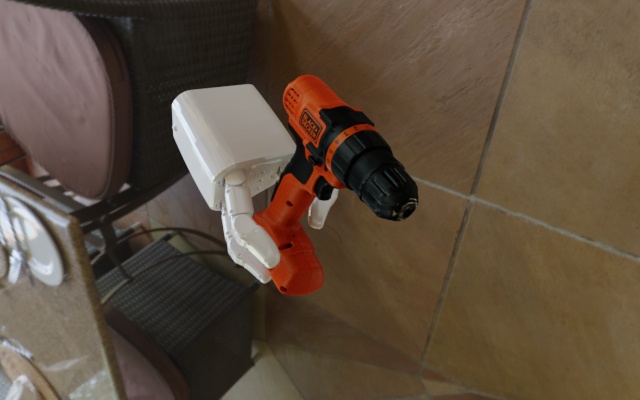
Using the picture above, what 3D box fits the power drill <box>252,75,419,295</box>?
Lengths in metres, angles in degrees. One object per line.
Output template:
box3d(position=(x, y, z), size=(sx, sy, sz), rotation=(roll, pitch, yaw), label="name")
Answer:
box3d(position=(0.000, 0.002, 0.453), size=(0.057, 0.188, 0.184), rotation=(-1, 41, -35), label="power drill")
